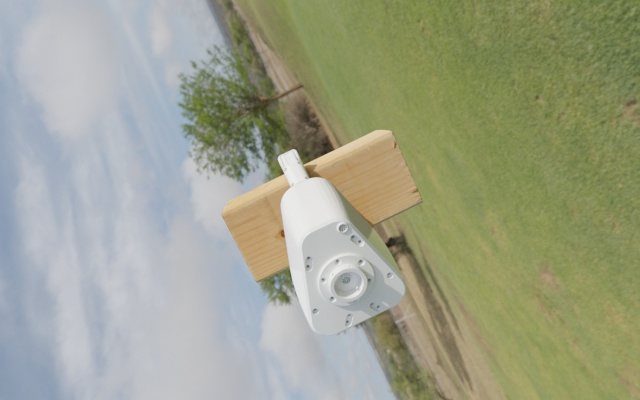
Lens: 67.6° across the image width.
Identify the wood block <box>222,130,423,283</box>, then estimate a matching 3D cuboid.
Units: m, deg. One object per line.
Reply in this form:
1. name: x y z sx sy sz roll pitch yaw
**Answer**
1. wood block: 0.000 0.002 0.563 0.206 0.091 0.090 -26 10 -1
